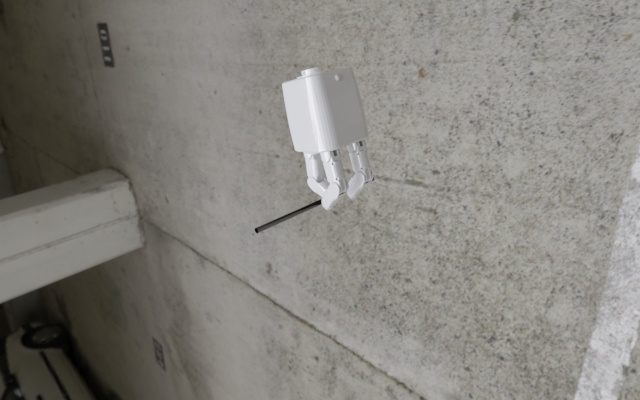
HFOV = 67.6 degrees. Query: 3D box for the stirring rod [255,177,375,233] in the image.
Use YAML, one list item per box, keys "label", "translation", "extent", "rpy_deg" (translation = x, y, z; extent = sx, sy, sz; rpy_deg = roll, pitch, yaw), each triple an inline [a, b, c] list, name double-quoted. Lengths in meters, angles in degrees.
- label: "stirring rod"
  translation: [0.000, 0.002, 0.718]
  extent: [0.239, 0.011, 0.011]
  rpy_deg: [-24, 15, -38]
